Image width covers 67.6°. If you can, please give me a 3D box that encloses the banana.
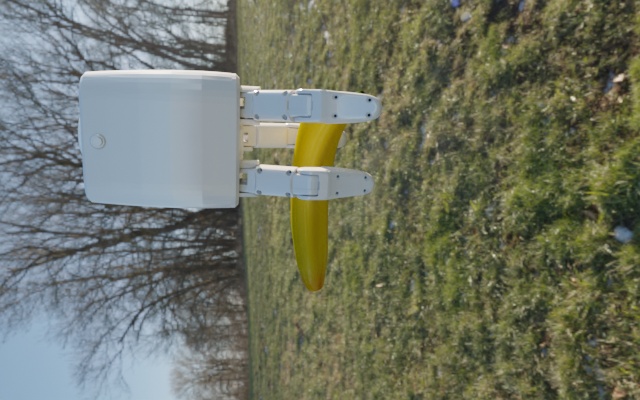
[{"bbox_3d":[-0.004,-0.012,0.414,0.037,0.198,0.069,-1,35,-16],"label":"banana"}]
